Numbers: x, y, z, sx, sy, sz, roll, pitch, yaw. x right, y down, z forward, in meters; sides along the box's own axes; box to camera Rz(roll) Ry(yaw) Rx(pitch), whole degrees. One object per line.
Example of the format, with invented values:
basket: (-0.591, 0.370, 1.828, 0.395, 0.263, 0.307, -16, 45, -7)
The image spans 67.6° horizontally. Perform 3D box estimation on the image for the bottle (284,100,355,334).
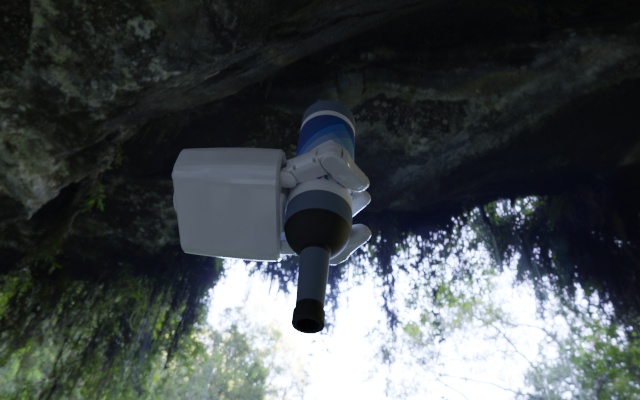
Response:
bottle: (0.000, 0.001, 0.493, 0.069, 0.069, 0.295, 0, 42, 5)
